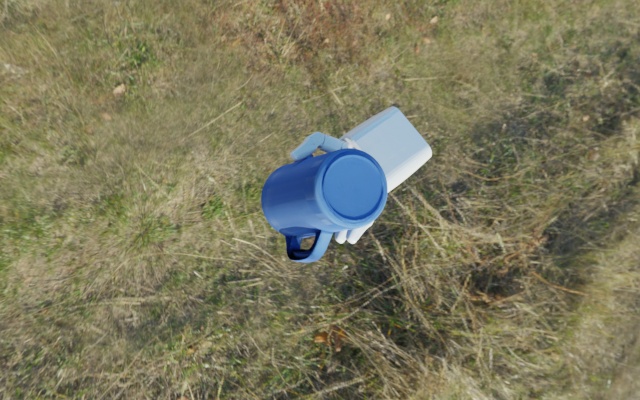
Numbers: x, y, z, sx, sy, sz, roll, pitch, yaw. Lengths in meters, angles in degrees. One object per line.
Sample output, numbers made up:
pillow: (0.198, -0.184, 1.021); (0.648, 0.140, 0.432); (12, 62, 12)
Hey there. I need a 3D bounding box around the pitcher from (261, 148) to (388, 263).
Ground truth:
pitcher: (0.000, 0.002, 0.733); (0.145, 0.149, 0.243); (-35, 9, -19)
